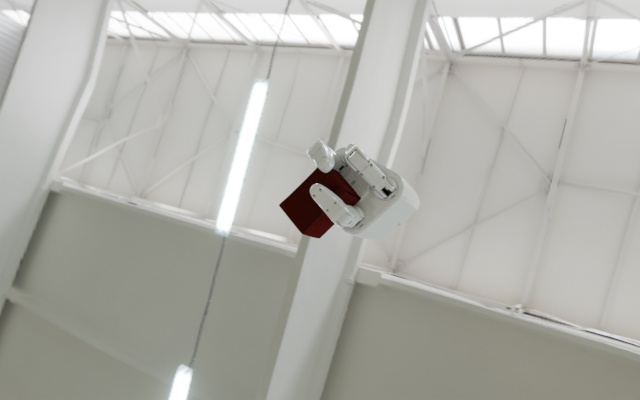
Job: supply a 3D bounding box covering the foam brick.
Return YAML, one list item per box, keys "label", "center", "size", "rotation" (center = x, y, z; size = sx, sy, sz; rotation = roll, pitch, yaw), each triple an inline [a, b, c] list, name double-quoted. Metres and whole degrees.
- label: "foam brick"
  center: [0.000, 0.002, 0.596]
  size: [0.078, 0.053, 0.051]
  rotation: [-43, -24, 11]
